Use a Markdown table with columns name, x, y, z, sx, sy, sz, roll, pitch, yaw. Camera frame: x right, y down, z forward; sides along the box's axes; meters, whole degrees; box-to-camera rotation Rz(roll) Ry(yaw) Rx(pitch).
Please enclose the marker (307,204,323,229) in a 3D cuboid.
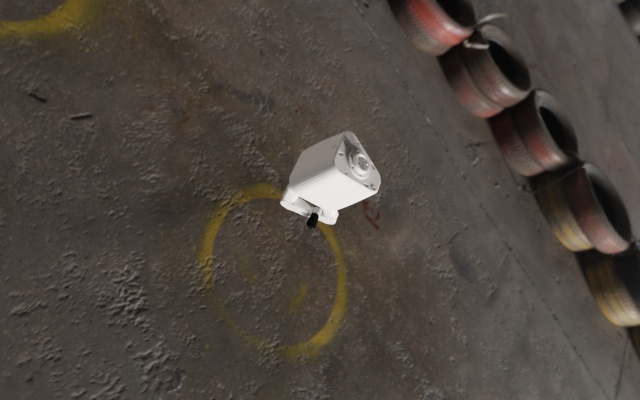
| name | x | y | z | sx | sy | sz | roll | pitch | yaw |
| --- | --- | --- | --- | --- | --- | --- | --- | --- | --- |
| marker | 0.000 | 0.003 | 0.880 | 0.020 | 0.121 | 0.020 | 14 | -37 | 11 |
